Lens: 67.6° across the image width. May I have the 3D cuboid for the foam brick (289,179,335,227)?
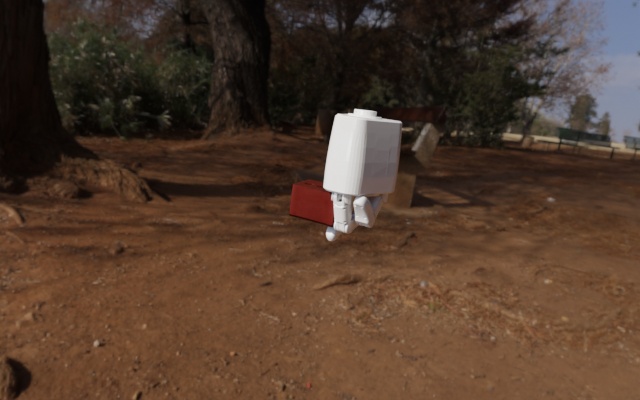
[{"bbox_3d":[0.000,0.002,0.723,0.078,0.051,0.053,13,18,27],"label":"foam brick"}]
